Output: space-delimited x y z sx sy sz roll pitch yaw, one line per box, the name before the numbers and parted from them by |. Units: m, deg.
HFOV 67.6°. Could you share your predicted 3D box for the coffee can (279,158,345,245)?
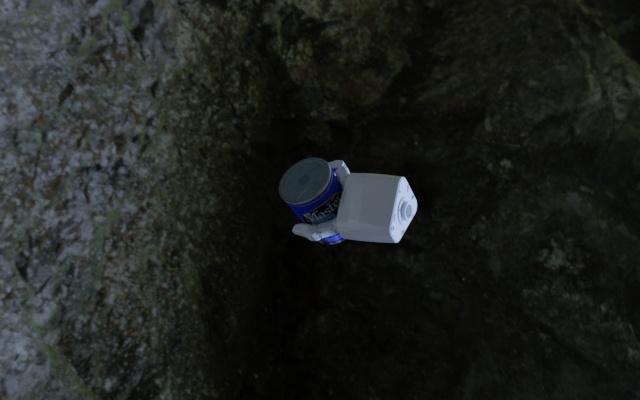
coffee can | 0.000 0.003 0.897 0.103 0.102 0.140 0 -36 32
